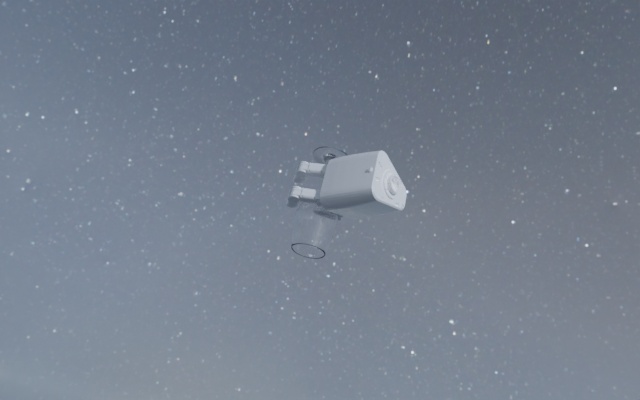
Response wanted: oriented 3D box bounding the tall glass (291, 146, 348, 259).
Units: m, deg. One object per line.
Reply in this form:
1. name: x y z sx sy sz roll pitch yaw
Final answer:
1. tall glass: 0.000 0.002 0.875 0.079 0.201 0.079 11 -27 6
